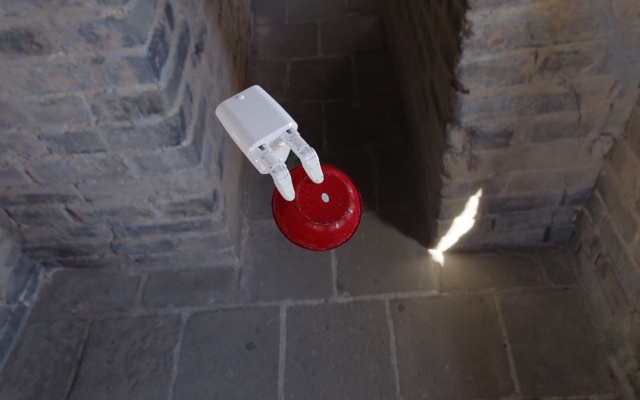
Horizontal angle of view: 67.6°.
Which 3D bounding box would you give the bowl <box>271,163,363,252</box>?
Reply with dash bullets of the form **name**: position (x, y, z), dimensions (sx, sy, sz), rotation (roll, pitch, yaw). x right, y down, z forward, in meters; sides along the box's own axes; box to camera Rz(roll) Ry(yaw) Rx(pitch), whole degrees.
- **bowl**: position (0.001, 0.003, 0.806), dimensions (0.162, 0.162, 0.055), rotation (0, -16, -12)
